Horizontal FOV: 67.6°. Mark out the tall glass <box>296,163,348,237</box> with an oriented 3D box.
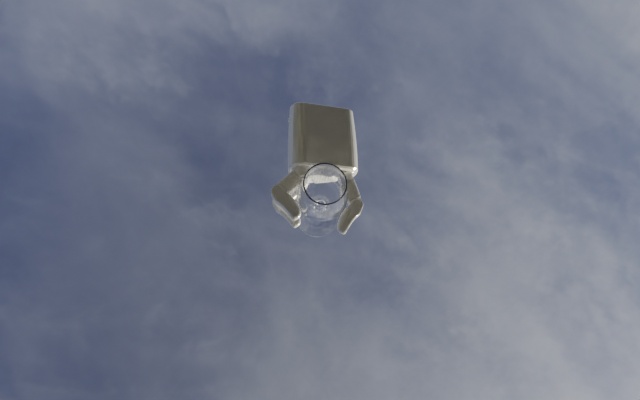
[{"bbox_3d":[0.000,0.003,0.756,0.079,0.079,0.201,0,-15,-4],"label":"tall glass"}]
